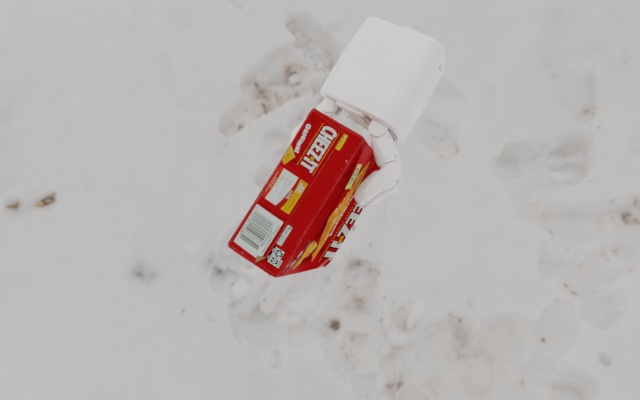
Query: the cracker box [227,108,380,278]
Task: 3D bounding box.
[{"bbox_3d":[0.000,0.002,0.562,0.072,0.164,0.214,33,3,14],"label":"cracker box"}]
